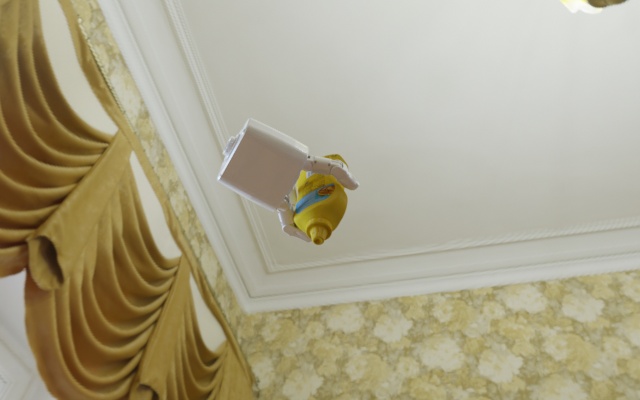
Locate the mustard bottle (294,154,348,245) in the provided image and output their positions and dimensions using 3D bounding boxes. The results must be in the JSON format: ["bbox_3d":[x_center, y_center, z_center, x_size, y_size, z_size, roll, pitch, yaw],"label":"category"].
[{"bbox_3d":[0.000,0.003,0.795,0.096,0.058,0.191,-27,31,22],"label":"mustard bottle"}]
